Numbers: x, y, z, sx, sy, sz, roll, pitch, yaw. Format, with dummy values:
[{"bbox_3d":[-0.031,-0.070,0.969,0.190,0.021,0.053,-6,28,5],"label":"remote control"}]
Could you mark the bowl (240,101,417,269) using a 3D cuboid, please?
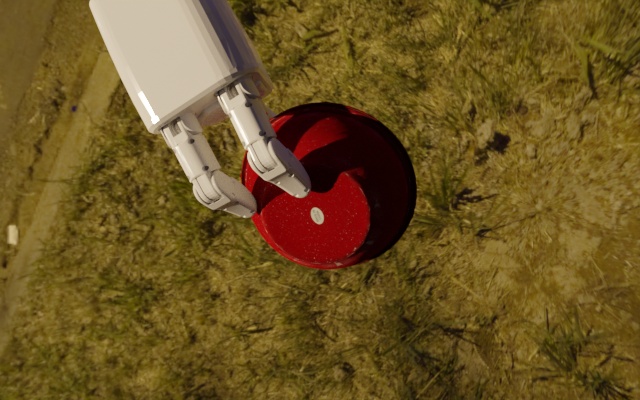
[{"bbox_3d":[0.001,0.002,0.409,0.162,0.162,0.055,0,24,12],"label":"bowl"}]
